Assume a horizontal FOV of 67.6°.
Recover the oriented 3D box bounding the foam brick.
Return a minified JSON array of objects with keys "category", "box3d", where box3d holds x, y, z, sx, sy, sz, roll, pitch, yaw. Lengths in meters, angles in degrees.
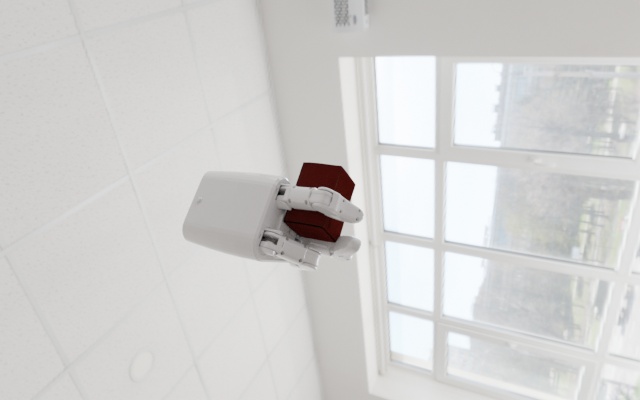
[{"category":"foam brick","box3d":[0.000,0.002,0.552,0.051,0.078,0.053,8,-21,26]}]
